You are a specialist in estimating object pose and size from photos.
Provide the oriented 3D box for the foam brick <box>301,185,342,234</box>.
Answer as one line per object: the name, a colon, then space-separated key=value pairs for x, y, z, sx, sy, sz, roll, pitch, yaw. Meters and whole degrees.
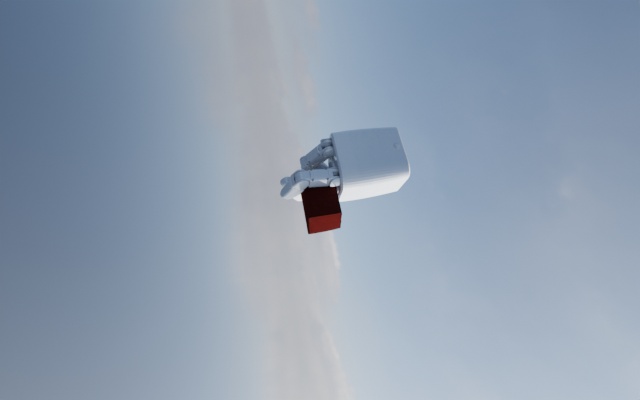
foam brick: x=0.000 y=0.003 z=0.721 sx=0.051 sy=0.078 sz=0.053 roll=-8 pitch=-29 yaw=-6
